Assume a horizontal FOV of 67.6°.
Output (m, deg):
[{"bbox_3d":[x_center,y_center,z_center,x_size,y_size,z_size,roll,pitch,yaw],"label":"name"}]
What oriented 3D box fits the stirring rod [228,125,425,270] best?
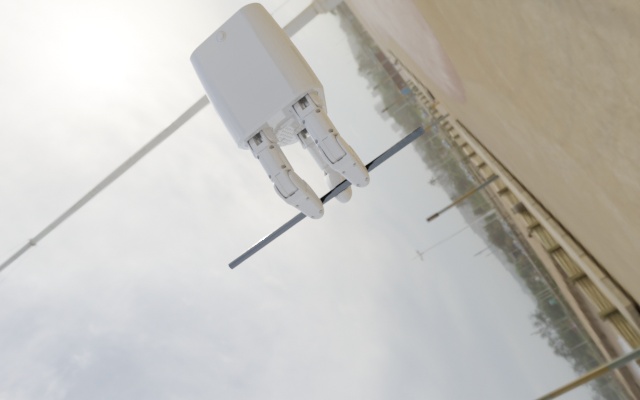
[{"bbox_3d":[0.000,0.001,0.471,0.239,0.011,0.011,-36,-11,15],"label":"stirring rod"}]
